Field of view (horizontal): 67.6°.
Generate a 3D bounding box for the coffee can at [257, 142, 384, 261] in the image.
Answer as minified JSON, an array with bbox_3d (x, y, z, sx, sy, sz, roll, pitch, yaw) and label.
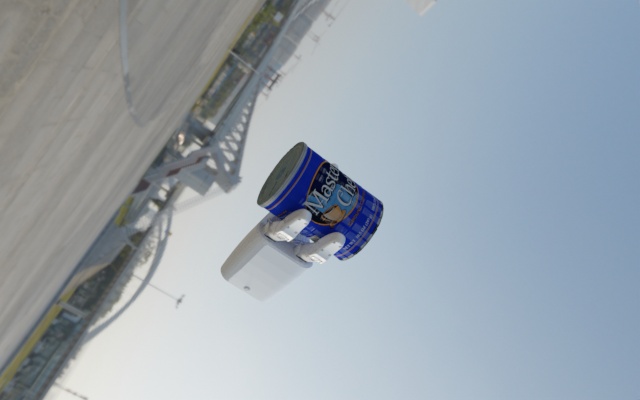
[{"bbox_3d":[0.000,0.002,0.649,0.140,0.103,0.103,36,-12,-18],"label":"coffee can"}]
